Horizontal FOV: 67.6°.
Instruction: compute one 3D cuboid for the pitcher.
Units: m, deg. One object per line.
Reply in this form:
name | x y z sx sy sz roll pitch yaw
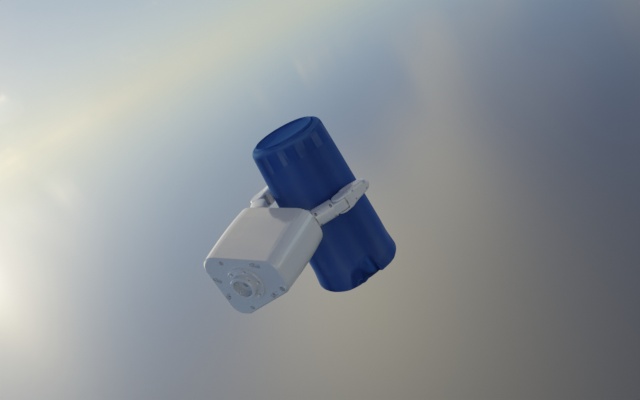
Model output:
pitcher | 0.000 0.002 0.710 0.149 0.243 0.145 -14 26 33
